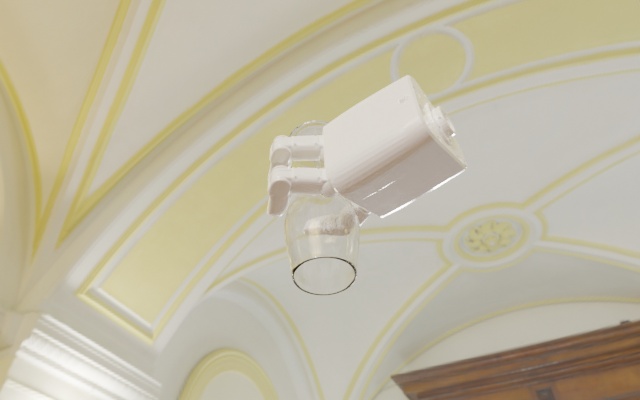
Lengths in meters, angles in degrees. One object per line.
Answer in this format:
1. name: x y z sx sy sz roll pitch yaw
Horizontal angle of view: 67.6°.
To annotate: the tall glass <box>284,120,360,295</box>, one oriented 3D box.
1. tall glass: 0.000 0.001 0.520 0.079 0.200 0.079 -1 -45 -1
